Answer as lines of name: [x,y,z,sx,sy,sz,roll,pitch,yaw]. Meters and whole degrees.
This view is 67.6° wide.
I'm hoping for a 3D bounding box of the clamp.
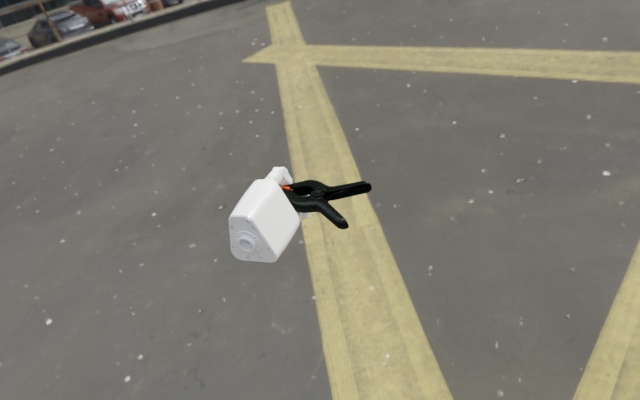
clamp: [0.000,0.002,0.886,0.171,0.039,0.120,2,36,22]
